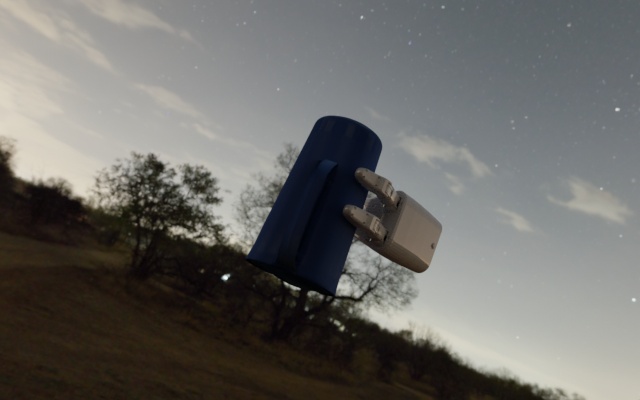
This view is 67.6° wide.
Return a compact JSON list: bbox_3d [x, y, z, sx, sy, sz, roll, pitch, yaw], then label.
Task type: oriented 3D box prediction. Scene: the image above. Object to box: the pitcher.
[{"bbox_3d":[0.000,0.002,0.675,0.145,0.242,0.149,32,-17,-33],"label":"pitcher"}]
